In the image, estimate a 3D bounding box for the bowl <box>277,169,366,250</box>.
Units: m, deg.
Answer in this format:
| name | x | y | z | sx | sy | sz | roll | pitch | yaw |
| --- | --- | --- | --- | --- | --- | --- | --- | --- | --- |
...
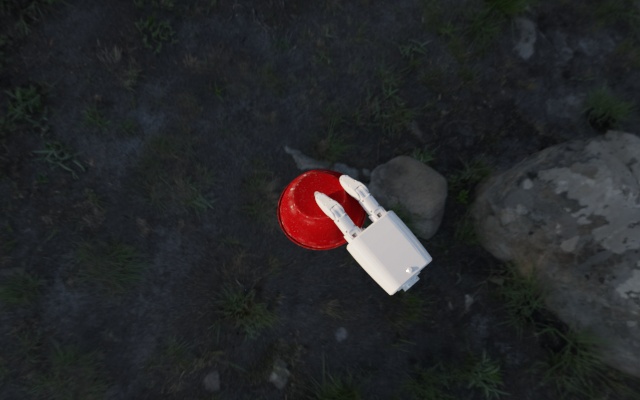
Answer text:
| name | x | y | z | sx | sy | sz | roll | pitch | yaw |
| --- | --- | --- | --- | --- | --- | --- | --- | --- | --- |
| bowl | -0.001 | 0.002 | 0.842 | 0.162 | 0.162 | 0.055 | 0 | -27 | 6 |
